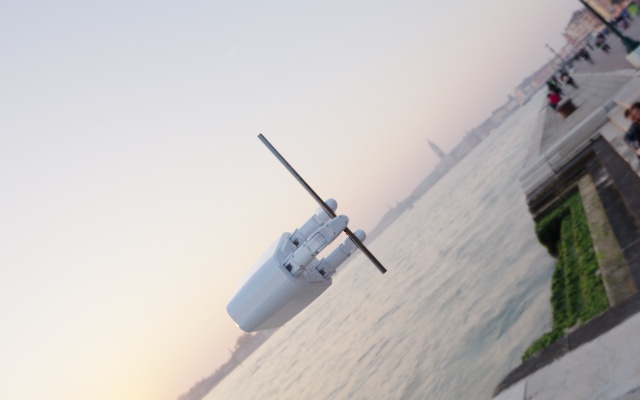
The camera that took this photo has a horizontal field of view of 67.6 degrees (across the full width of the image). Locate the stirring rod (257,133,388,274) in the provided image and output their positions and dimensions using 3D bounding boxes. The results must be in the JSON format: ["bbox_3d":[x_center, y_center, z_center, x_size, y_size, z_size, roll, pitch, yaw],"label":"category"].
[{"bbox_3d":[0.000,0.002,0.610,0.011,0.239,0.011,-42,-8,-7],"label":"stirring rod"}]
